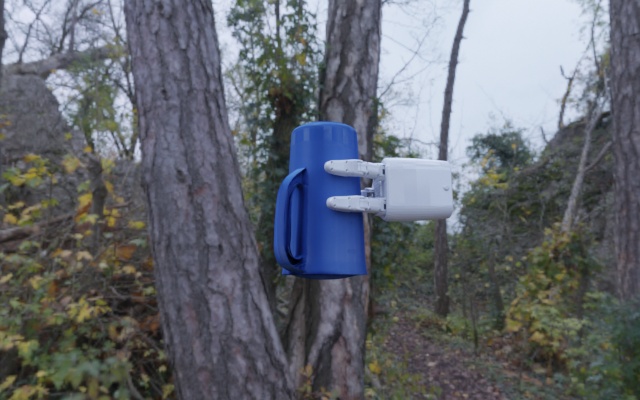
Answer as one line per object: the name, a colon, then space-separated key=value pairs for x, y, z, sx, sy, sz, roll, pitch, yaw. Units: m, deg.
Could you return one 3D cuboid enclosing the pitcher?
pitcher: x=0.000 y=0.002 z=0.755 sx=0.145 sy=0.243 sz=0.149 roll=0 pitch=-9 yaw=-5
